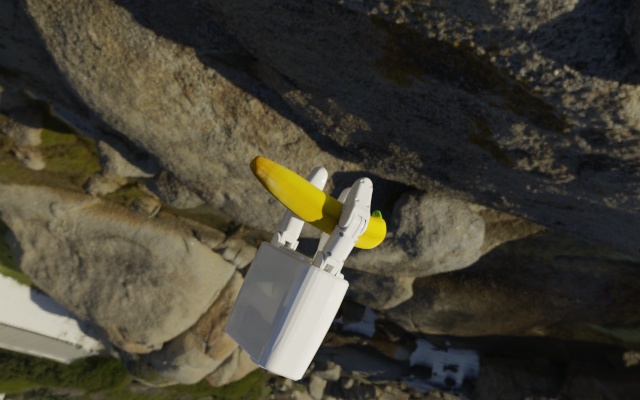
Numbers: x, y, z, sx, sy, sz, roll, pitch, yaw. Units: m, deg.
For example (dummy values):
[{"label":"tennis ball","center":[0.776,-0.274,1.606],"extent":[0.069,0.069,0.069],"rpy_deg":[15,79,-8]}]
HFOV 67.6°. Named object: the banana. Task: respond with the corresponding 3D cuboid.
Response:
[{"label":"banana","center":[0.011,0.012,0.499],"extent":[0.198,0.037,0.069],"rpy_deg":[26,14,-41]}]
